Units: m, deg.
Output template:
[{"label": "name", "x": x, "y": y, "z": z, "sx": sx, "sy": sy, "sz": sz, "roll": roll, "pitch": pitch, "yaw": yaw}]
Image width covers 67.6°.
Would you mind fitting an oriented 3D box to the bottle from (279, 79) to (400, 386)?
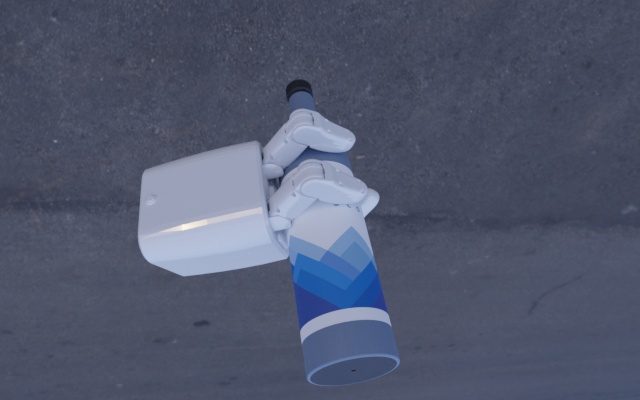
[{"label": "bottle", "x": 0.000, "y": 0.002, "z": 0.417, "sx": 0.069, "sy": 0.295, "sz": 0.069, "roll": -7, "pitch": -35, "yaw": -5}]
